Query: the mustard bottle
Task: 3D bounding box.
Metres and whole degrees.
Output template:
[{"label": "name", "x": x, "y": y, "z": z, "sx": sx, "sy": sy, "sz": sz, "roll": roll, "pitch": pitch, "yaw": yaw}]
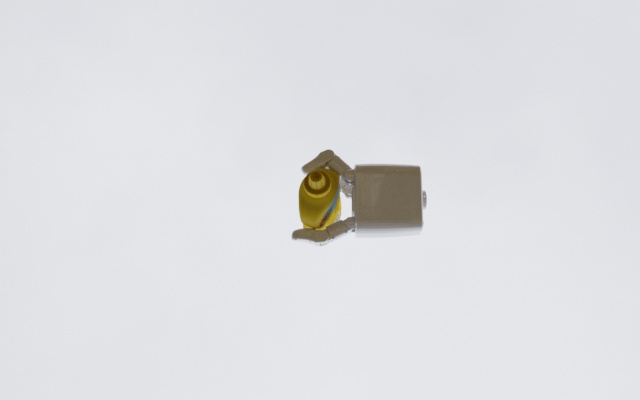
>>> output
[{"label": "mustard bottle", "x": 0.000, "y": 0.003, "z": 0.770, "sx": 0.058, "sy": 0.096, "sz": 0.192, "roll": 22, "pitch": -19, "yaw": 12}]
